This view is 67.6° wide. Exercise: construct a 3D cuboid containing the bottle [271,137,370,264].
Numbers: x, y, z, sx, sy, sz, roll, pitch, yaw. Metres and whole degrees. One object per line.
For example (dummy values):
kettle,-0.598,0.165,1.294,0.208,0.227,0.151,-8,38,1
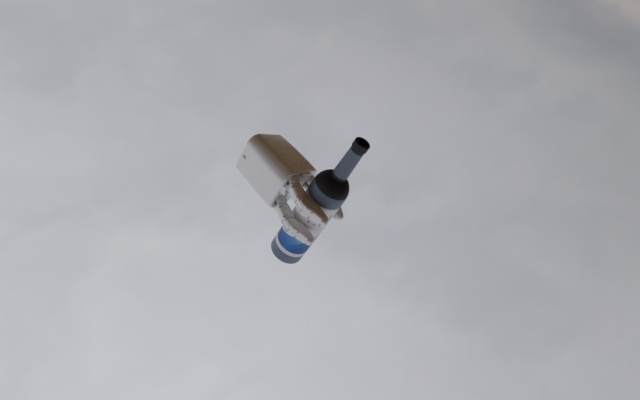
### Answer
bottle,0.000,0.003,0.845,0.069,0.069,0.296,0,-40,-36
